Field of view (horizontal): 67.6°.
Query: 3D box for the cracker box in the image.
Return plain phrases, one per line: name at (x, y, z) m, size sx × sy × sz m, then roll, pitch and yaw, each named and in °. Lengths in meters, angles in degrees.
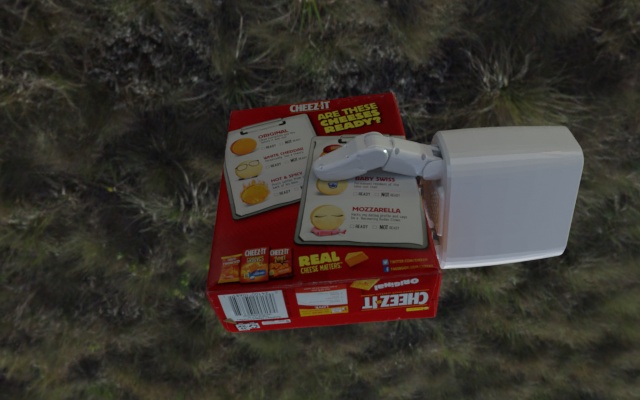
cracker box at (0.000, 0.001, 0.416) m, size 0.164 × 0.213 × 0.072 m, roll -6°, pitch -44°, yaw 2°
